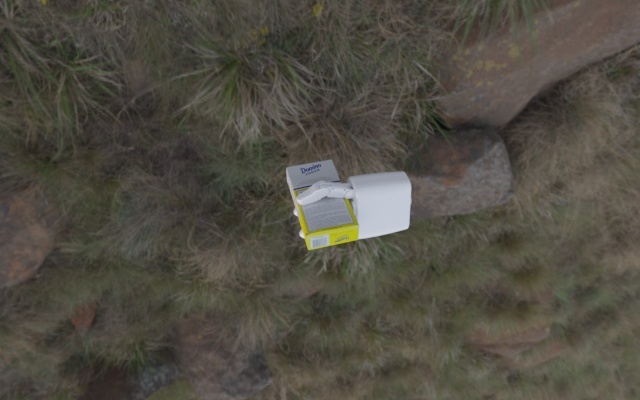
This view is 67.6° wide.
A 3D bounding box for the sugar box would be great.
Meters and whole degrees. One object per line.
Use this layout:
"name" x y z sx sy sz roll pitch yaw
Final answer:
"sugar box" 0.000 0.003 0.868 0.093 0.048 0.176 -10 45 -9
